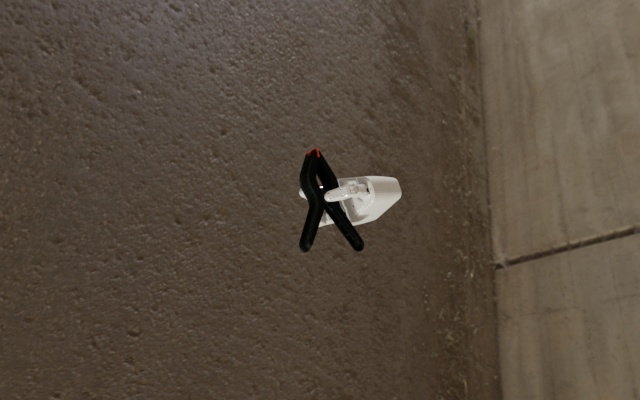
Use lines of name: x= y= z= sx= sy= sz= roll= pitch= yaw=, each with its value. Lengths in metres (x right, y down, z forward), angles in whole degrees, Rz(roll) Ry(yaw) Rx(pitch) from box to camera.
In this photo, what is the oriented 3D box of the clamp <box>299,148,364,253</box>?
clamp: x=0.001 y=0.002 z=0.884 sx=0.036 sy=0.210 sz=0.164 roll=-25 pitch=-13 yaw=37
